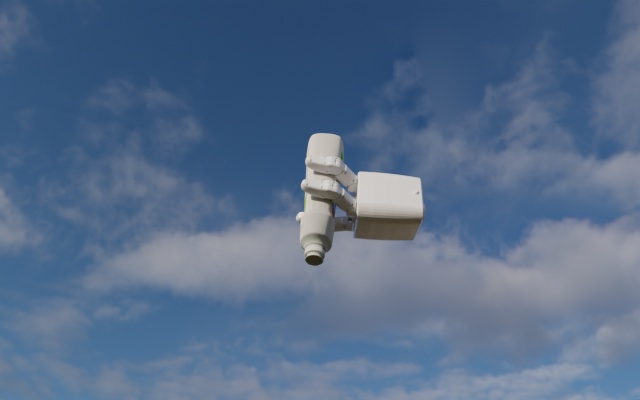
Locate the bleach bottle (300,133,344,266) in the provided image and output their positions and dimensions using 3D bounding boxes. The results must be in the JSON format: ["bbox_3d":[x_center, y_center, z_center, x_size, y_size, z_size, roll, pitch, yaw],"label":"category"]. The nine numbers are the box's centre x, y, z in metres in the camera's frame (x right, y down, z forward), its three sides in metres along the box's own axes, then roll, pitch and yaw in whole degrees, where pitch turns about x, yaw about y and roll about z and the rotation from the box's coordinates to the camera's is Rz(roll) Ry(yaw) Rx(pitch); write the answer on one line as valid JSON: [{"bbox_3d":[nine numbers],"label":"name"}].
[{"bbox_3d":[0.000,0.003,0.800,0.068,0.250,0.103,4,-42,2],"label":"bleach bottle"}]
